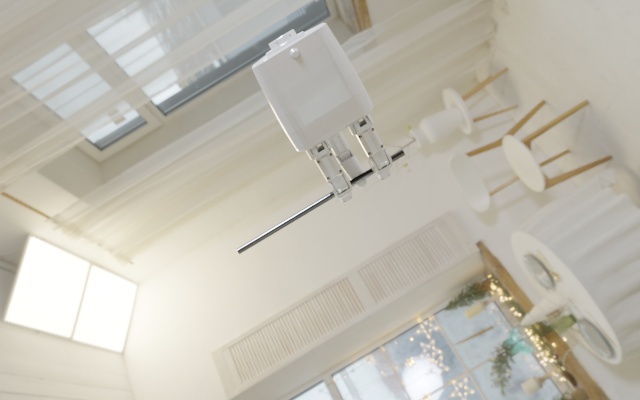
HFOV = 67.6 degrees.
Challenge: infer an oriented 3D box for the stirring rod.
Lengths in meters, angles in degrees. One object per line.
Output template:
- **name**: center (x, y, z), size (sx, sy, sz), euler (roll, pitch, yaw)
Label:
- **stirring rod**: center (0.000, 0.002, 0.595), size (0.239, 0.011, 0.011), euler (-31, -1, 1)
